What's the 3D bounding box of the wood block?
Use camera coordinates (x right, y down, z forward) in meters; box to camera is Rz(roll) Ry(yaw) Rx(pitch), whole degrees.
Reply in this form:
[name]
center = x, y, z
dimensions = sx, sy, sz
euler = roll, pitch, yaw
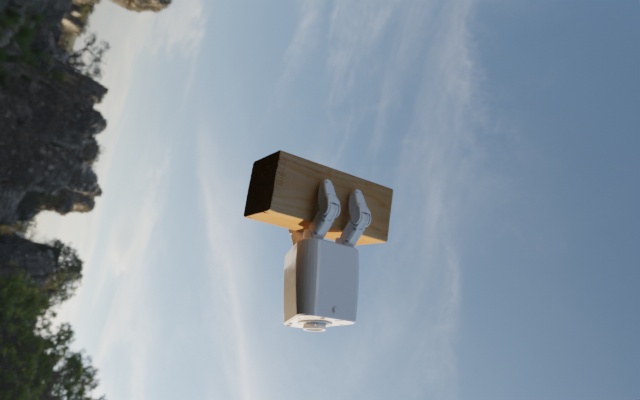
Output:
[wood block]
center = 0.000, 0.003, 0.731
dimensions = 0.206, 0.090, 0.091
euler = 17, -17, -30
